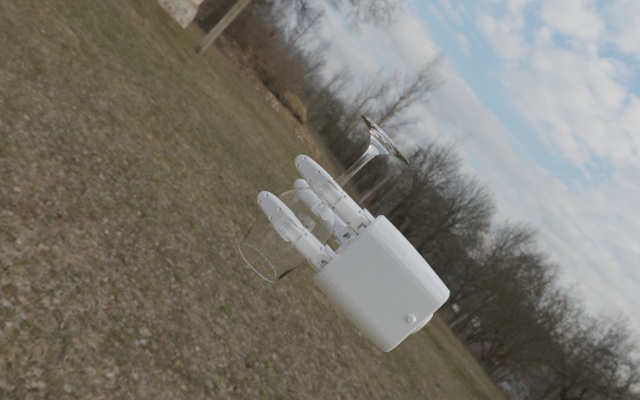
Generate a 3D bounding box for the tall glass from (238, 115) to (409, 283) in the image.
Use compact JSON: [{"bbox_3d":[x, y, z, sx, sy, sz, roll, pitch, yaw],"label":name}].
[{"bbox_3d":[0.000,0.001,0.532,0.201,0.079,0.079,-44,-5,6],"label":"tall glass"}]
